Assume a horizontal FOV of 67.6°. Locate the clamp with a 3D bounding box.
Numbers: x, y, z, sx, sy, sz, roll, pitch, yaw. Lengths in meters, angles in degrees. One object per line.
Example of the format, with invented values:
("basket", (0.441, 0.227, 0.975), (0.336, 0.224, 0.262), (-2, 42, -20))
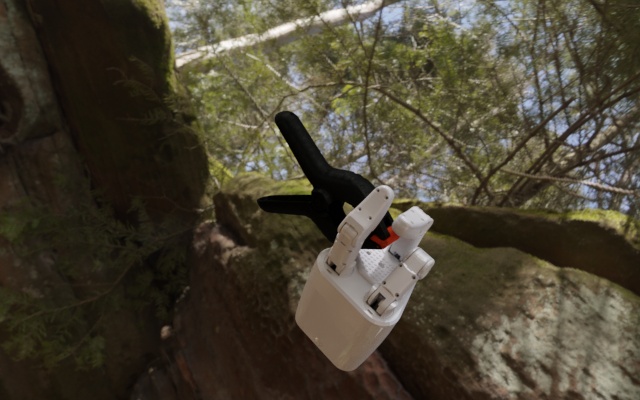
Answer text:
("clamp", (0.001, 0.001, 0.487), (0.171, 0.120, 0.039), (43, 46, 21))
